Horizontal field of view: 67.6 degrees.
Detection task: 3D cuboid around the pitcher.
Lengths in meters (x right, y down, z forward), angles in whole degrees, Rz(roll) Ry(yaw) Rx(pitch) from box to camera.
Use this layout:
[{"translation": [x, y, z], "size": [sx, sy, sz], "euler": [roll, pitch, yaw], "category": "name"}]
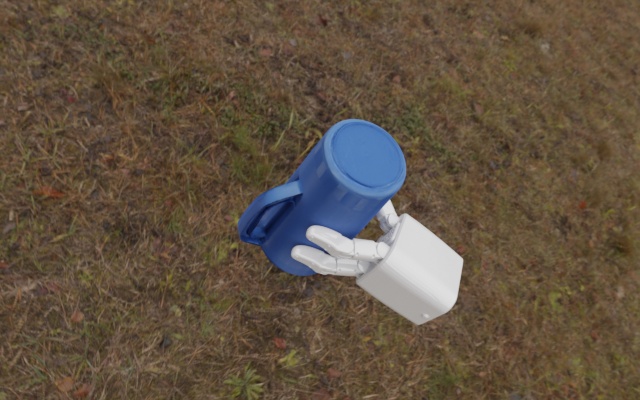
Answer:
[{"translation": [0.000, 0.002, 0.638], "size": [0.145, 0.149, 0.243], "euler": [38, -36, -1], "category": "pitcher"}]
